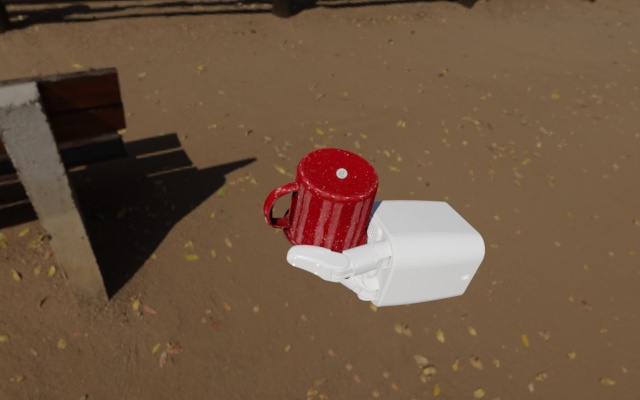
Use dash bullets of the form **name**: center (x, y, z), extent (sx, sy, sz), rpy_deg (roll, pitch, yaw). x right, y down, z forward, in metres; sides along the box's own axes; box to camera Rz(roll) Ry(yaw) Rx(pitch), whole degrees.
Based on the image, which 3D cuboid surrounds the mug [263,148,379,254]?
- **mug**: center (-0.001, 0.001, 0.482), extent (0.117, 0.082, 0.093), rpy_deg (-3, 44, -17)
